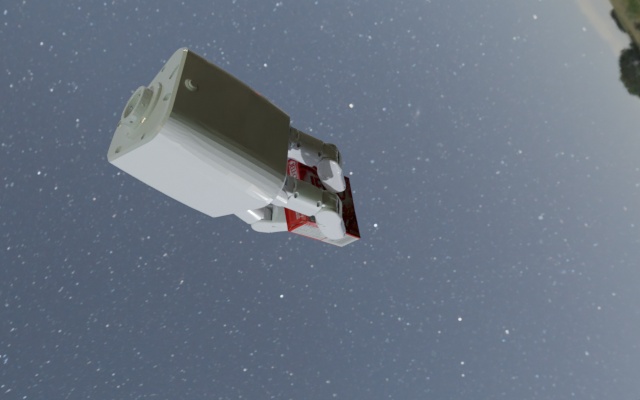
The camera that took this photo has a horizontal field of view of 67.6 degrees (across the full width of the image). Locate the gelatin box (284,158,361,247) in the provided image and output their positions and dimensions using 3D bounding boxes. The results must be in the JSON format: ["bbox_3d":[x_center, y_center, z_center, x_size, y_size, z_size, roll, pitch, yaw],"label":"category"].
[{"bbox_3d":[0.000,0.002,0.484,0.030,0.073,0.089,-26,-30,32],"label":"gelatin box"}]
